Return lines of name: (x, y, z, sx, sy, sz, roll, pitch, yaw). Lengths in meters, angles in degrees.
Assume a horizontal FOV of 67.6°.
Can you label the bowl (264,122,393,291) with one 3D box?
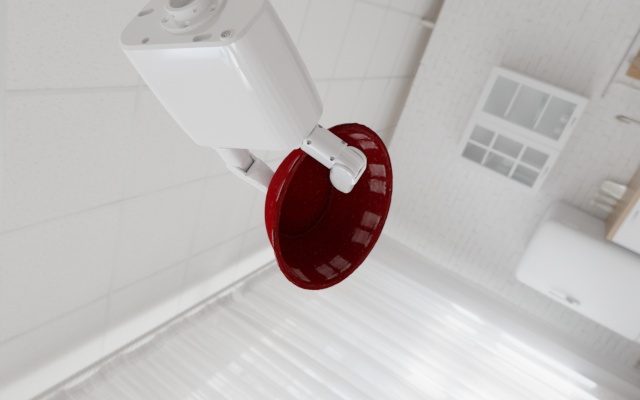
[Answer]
bowl: (0.000, 0.002, 0.461, 0.055, 0.162, 0.162, 21, 14, 41)
